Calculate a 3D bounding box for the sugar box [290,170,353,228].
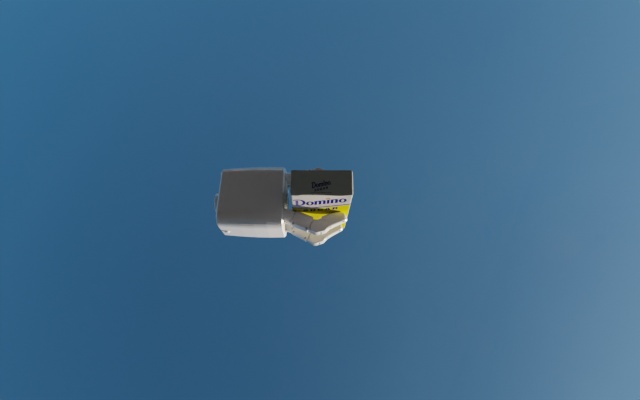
[{"bbox_3d":[0.000,0.003,0.771,0.093,0.048,0.176,0,-17,0],"label":"sugar box"}]
